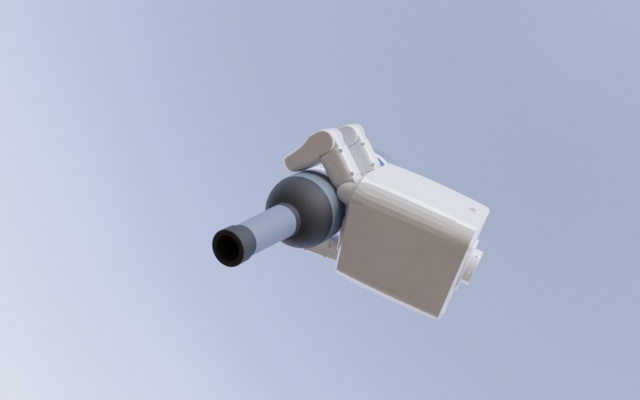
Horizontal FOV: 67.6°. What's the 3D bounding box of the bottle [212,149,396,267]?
[{"bbox_3d":[0.000,0.001,0.454,0.069,0.069,0.295,0,12,26],"label":"bottle"}]
